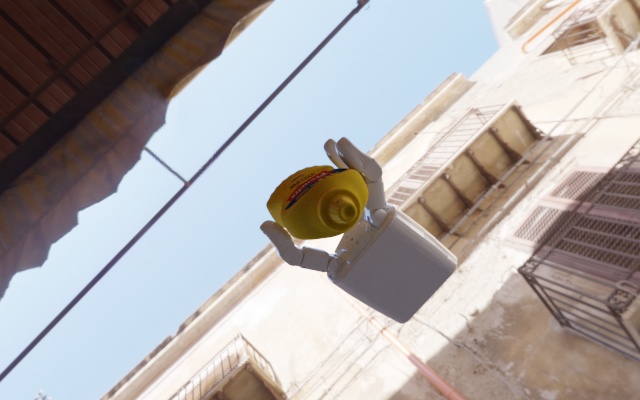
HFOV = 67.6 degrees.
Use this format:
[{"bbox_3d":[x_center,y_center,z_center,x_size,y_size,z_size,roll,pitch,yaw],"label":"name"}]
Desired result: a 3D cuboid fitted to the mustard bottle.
[{"bbox_3d":[0.000,0.001,0.518,0.096,0.058,0.191,-32,13,-10],"label":"mustard bottle"}]
